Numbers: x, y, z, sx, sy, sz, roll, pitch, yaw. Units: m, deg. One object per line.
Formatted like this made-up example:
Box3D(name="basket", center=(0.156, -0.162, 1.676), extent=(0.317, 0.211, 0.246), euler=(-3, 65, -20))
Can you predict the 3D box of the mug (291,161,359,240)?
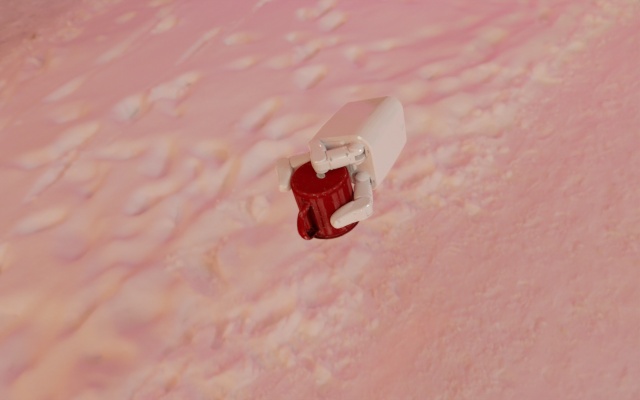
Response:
Box3D(name="mug", center=(-0.001, 0.003, 0.665), extent=(0.093, 0.082, 0.117), euler=(14, 51, 30))
